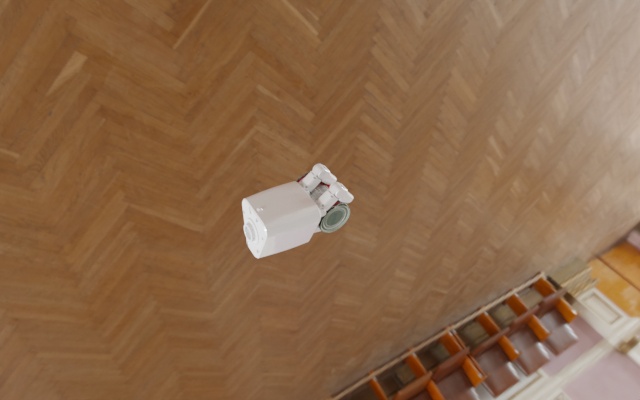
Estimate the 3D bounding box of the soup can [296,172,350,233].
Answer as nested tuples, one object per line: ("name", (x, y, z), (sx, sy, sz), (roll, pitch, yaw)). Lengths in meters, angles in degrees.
("soup can", (0.001, 0.003, 0.889), (0.068, 0.068, 0.102), (0, 38, -42))
